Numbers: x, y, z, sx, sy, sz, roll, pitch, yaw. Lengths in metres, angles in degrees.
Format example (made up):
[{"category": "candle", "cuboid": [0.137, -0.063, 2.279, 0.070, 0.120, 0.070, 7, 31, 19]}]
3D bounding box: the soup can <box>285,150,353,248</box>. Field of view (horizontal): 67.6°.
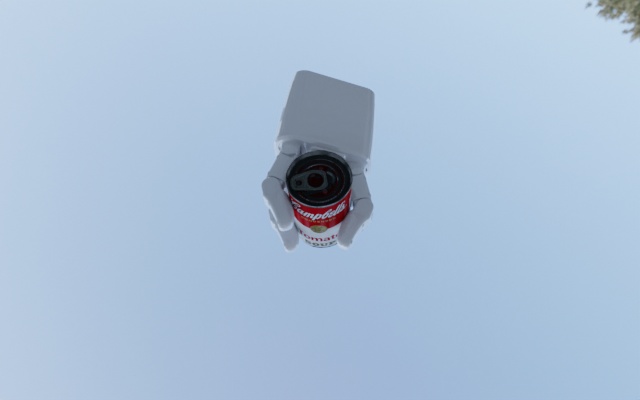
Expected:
[{"category": "soup can", "cuboid": [0.000, 0.002, 0.523, 0.068, 0.068, 0.102, 0, -30, 2]}]
